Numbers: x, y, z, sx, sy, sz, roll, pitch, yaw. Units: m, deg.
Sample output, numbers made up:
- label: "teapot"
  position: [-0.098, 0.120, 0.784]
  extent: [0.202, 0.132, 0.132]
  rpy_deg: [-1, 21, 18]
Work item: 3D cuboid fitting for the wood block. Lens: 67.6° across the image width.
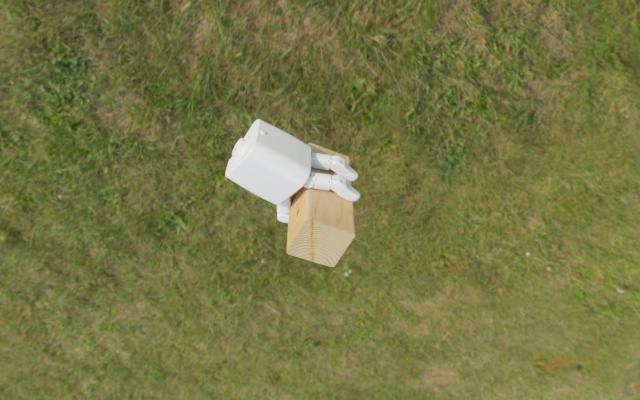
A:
- label: "wood block"
  position: [0.000, 0.003, 0.851]
  extent: [0.090, 0.091, 0.206]
  rpy_deg: [18, 40, -16]
